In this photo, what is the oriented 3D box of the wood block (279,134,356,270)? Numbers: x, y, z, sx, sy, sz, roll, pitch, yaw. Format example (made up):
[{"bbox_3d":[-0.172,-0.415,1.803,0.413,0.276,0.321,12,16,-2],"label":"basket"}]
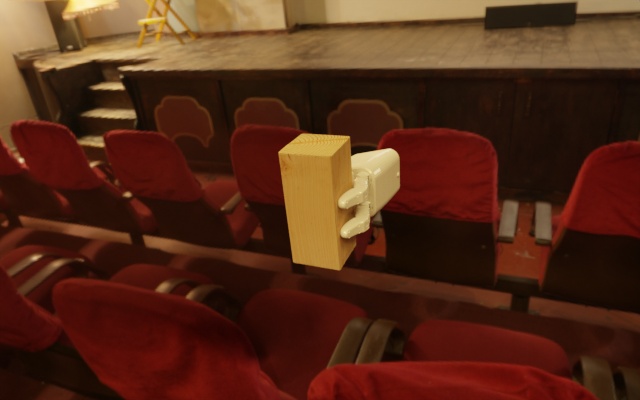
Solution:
[{"bbox_3d":[0.000,0.002,0.800,0.091,0.206,0.090,7,30,23],"label":"wood block"}]
